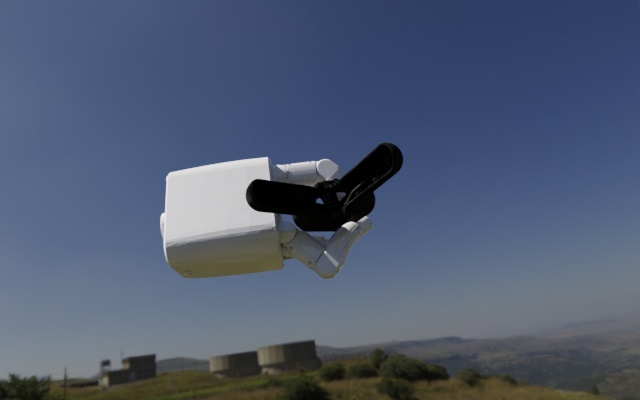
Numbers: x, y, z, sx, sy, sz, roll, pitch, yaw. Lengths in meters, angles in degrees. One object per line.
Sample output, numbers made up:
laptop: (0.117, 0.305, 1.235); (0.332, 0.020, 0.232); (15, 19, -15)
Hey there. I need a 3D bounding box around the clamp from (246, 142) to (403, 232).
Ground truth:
clamp: (0.000, 0.001, 0.421); (0.120, 0.039, 0.171); (-8, -18, -5)
